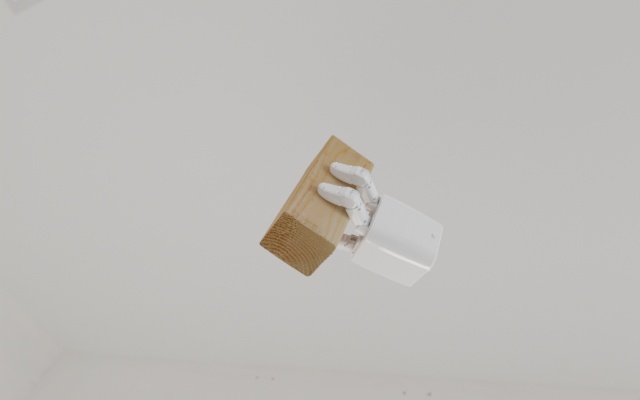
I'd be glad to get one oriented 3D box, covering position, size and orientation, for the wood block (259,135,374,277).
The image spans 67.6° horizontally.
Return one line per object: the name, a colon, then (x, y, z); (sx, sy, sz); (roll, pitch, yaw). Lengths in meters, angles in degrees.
wood block: (0.000, 0.003, 0.739); (0.090, 0.206, 0.091); (34, -48, -5)
